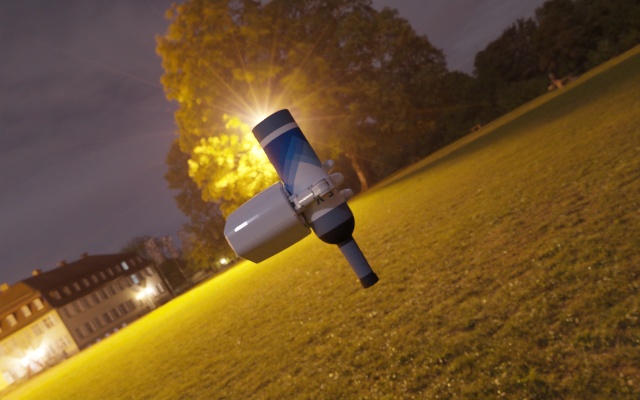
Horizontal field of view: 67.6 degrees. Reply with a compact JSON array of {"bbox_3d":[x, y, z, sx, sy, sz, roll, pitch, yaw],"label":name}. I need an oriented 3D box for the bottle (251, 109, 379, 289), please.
[{"bbox_3d":[0.000,0.002,0.728,0.069,0.295,0.069,-32,-1,-1],"label":"bottle"}]
